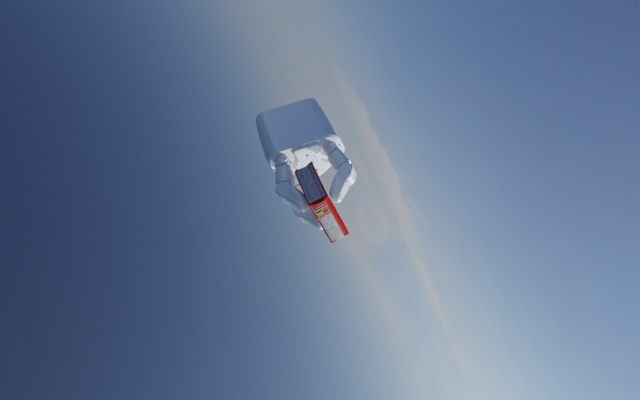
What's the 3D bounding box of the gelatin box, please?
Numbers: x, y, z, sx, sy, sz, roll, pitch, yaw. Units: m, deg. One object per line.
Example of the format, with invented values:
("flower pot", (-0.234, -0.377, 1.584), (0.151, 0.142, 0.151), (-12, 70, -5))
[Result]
("gelatin box", (0.001, 0.002, 0.636), (0.030, 0.073, 0.089), (-28, 37, 2))
